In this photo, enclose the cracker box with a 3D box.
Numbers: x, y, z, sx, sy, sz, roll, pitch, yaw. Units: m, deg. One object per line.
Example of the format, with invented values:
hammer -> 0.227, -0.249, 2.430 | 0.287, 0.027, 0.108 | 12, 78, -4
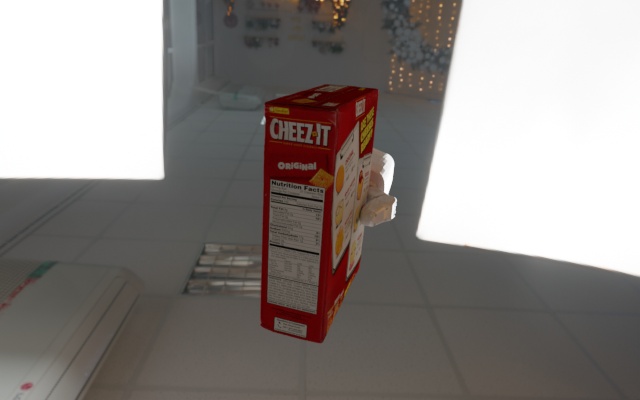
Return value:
cracker box -> 0.000, 0.002, 0.474 | 0.072, 0.214, 0.164 | 9, 20, 15
